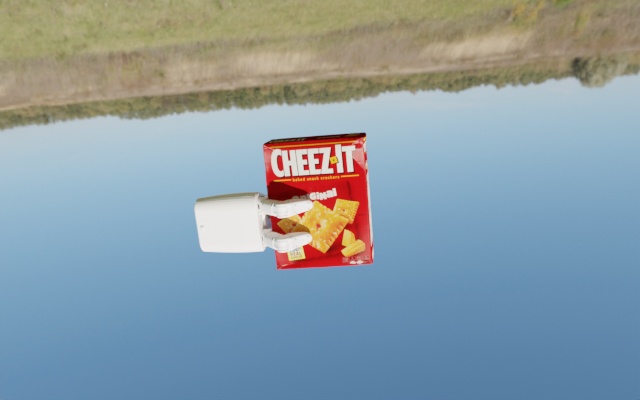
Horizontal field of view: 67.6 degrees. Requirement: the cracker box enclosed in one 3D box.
[{"bbox_3d":[0.000,0.003,0.790,0.164,0.214,0.072,-3,14,8],"label":"cracker box"}]
